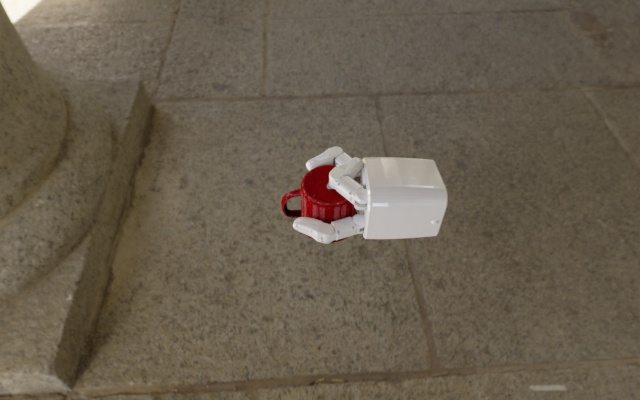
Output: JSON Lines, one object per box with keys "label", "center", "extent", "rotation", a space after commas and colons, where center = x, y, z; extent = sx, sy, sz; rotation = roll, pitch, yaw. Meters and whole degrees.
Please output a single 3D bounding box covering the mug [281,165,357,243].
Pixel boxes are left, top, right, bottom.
{"label": "mug", "center": [-0.001, 0.002, 0.706], "extent": [0.117, 0.093, 0.082], "rotation": [-1, -40, -1]}
